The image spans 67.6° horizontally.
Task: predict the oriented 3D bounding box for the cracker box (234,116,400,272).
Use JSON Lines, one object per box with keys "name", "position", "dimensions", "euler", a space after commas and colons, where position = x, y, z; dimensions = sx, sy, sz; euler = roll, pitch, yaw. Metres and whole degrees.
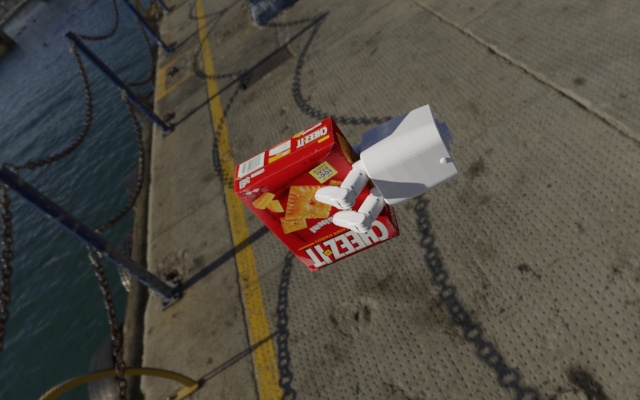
{"name": "cracker box", "position": [0.000, 0.002, 0.714], "dimensions": [0.164, 0.072, 0.214], "euler": [-25, -50, 18]}
